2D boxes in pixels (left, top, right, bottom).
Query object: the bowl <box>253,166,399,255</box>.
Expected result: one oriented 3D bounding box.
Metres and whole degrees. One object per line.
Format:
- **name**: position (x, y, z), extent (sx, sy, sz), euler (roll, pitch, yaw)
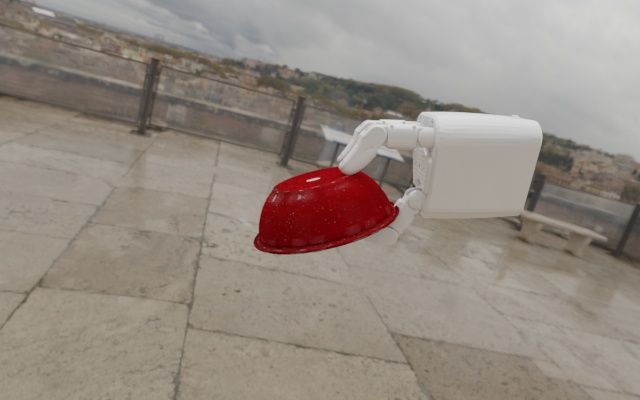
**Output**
- **bowl**: position (-0.001, 0.002, 0.512), extent (0.162, 0.055, 0.162), euler (-13, 14, 3)
